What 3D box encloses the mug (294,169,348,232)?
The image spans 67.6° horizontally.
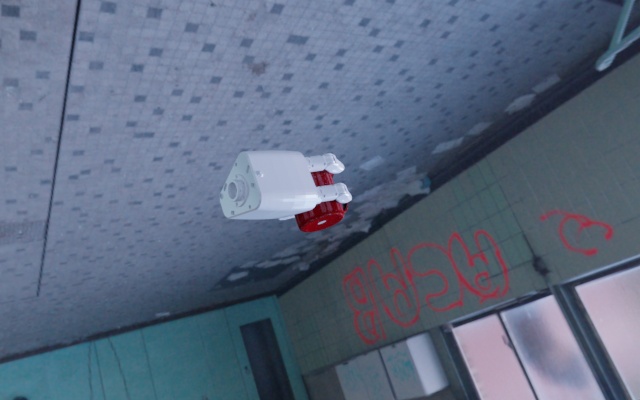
[{"bbox_3d":[0.001,0.003,0.825,0.117,0.081,0.093,-2,-25,-40],"label":"mug"}]
